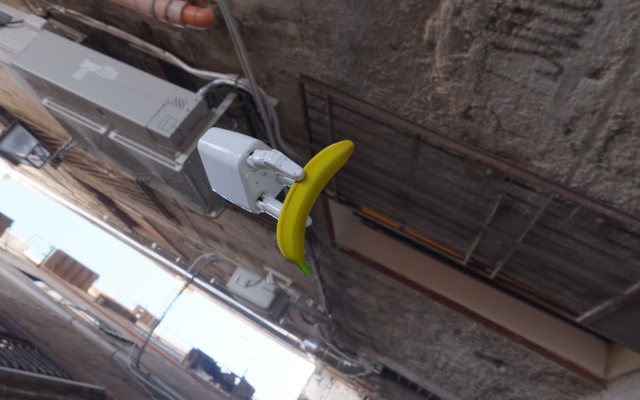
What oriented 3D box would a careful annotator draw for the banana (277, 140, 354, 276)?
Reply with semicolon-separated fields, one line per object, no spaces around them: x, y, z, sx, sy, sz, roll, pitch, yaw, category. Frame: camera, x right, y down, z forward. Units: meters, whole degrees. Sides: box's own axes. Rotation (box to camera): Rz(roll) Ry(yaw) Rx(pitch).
-0.015;0.000;0.652;0.070;0.198;0.037;23;-3;-38;banana
